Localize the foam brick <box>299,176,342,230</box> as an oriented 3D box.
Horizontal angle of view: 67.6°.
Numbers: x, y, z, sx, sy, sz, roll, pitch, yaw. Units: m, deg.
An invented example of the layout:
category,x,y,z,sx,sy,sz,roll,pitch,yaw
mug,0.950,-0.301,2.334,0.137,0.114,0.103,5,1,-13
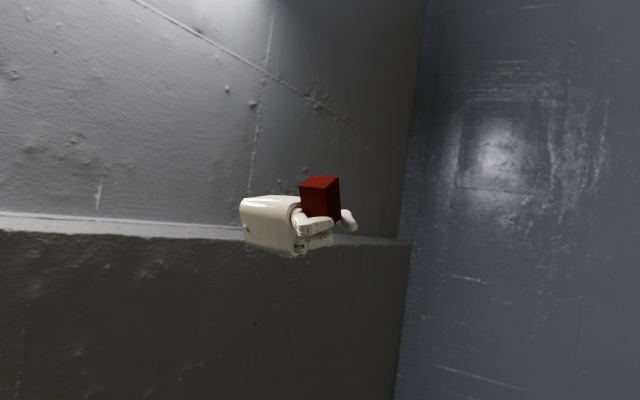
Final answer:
category,x,y,z,sx,sy,sz,roll,pitch,yaw
foam brick,0.000,0.002,0.807,0.051,0.078,0.053,8,26,28
